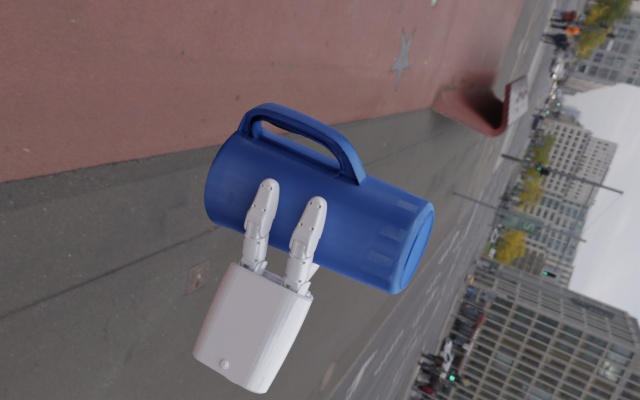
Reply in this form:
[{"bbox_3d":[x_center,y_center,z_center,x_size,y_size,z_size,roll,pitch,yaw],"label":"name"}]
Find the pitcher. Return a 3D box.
[{"bbox_3d":[0.000,0.002,0.542,0.243,0.145,0.149,22,-9,21],"label":"pitcher"}]
